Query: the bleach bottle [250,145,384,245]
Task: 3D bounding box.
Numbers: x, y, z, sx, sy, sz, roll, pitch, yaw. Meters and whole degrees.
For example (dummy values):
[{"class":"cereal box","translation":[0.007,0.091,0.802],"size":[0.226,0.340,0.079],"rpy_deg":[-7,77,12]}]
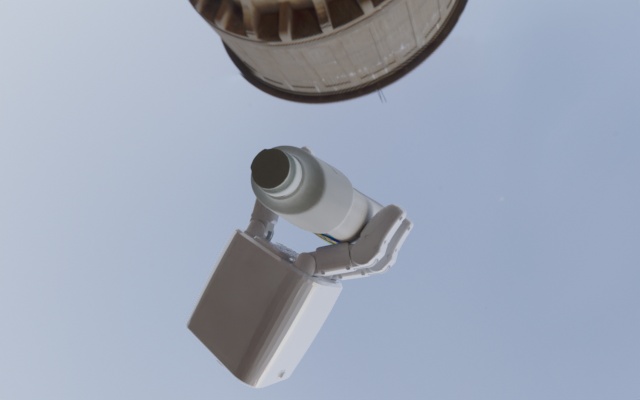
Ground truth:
[{"class":"bleach bottle","translation":[0.000,0.001,0.430],"size":[0.102,0.068,0.251],"rpy_deg":[28,-2,22]}]
